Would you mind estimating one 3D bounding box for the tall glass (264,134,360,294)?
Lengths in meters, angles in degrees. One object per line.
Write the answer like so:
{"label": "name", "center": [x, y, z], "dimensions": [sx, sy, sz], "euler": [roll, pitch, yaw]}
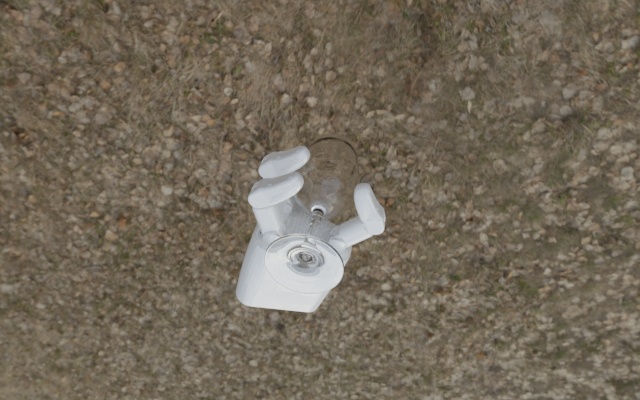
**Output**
{"label": "tall glass", "center": [0.000, 0.002, 0.515], "dimensions": [0.079, 0.079, 0.201], "euler": [0, 36, 11]}
